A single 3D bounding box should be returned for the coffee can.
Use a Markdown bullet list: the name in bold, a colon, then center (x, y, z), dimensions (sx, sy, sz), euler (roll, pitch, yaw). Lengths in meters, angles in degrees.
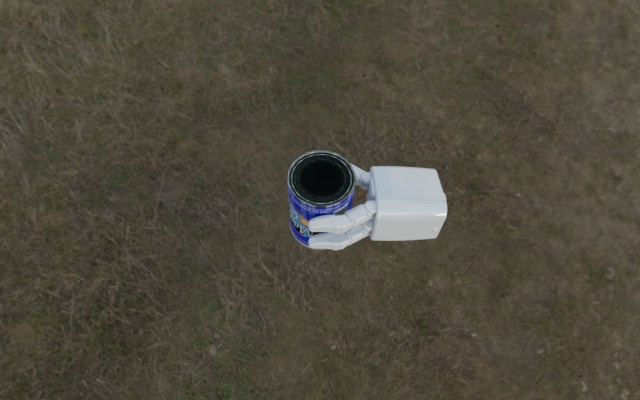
- **coffee can**: center (0.000, 0.003, 0.765), dimensions (0.103, 0.102, 0.140), euler (0, -32, -1)
